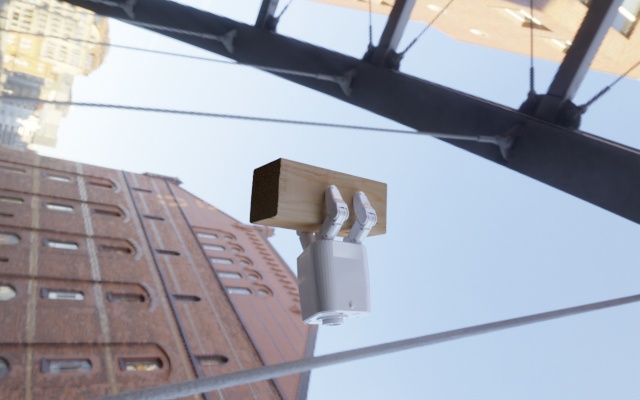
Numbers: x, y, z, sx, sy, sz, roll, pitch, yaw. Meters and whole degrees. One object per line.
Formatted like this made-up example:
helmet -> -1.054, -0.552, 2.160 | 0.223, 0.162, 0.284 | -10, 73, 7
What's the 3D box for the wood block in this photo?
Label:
wood block -> 0.000, 0.003, 0.767 | 0.206, 0.090, 0.091 | 11, -16, -34
